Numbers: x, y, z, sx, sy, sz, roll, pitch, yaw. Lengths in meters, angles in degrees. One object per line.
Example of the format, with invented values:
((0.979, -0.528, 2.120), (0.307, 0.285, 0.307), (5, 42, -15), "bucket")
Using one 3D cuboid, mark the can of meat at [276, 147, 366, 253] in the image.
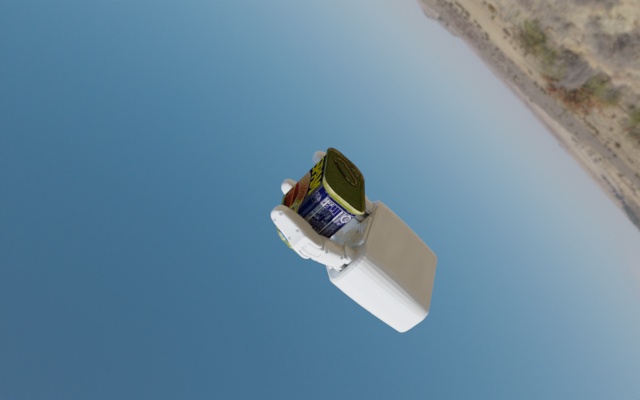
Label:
((0.000, 0.002, 0.526), (0.057, 0.084, 0.102), (39, 25, -17), "can of meat")
